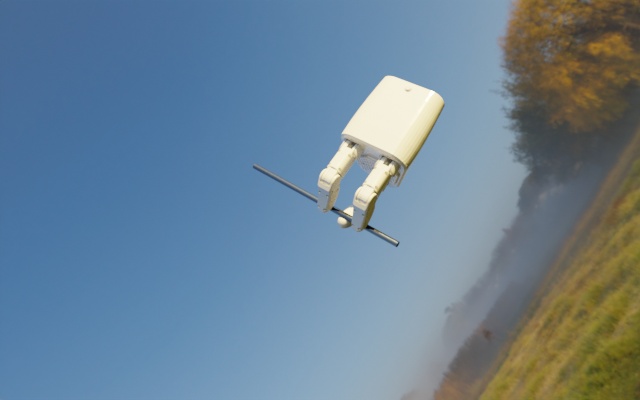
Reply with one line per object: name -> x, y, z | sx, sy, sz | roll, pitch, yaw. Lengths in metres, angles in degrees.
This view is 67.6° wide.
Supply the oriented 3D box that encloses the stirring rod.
stirring rod -> 0.000, 0.002, 0.639 | 0.239, 0.011, 0.011 | 29, 13, 25
